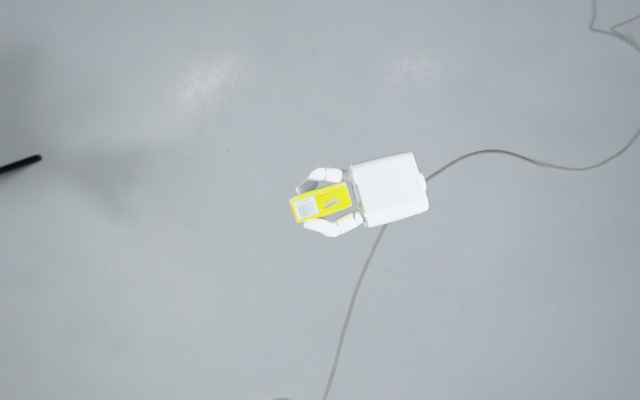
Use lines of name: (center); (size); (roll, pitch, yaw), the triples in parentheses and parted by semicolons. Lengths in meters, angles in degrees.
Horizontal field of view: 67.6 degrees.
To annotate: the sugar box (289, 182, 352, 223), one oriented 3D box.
sugar box: (0.000, 0.003, 0.824); (0.093, 0.048, 0.176); (-17, -2, 1)
